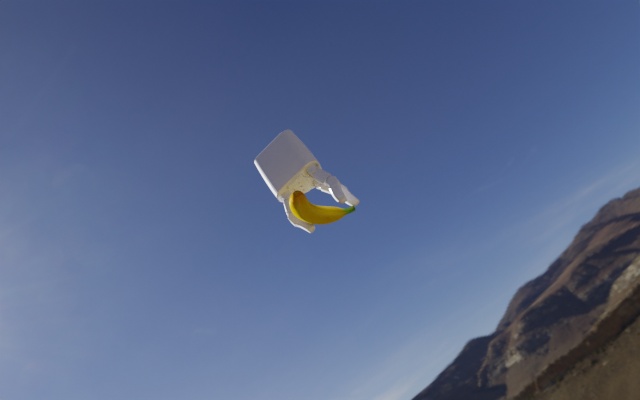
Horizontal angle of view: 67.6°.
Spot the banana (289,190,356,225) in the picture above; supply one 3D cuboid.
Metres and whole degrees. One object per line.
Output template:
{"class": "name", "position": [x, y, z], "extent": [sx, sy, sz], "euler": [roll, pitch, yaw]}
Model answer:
{"class": "banana", "position": [-0.010, 0.016, 0.906], "extent": [0.070, 0.037, 0.198], "euler": [-45, -28, 20]}
